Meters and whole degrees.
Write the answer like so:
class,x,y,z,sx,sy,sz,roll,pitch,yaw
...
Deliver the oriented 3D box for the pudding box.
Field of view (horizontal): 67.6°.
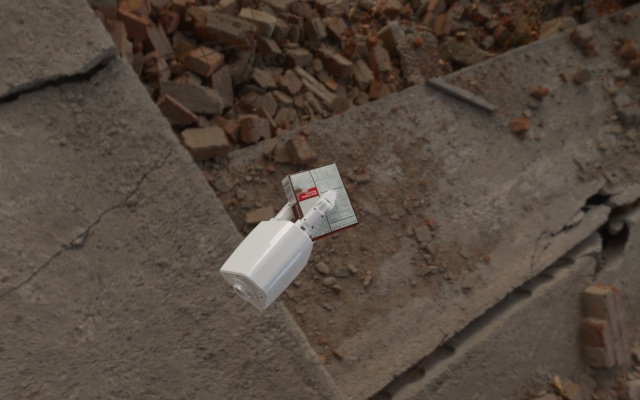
class,x,y,z,sx,sy,sz,roll,pitch,yaw
pudding box,0.000,0.003,0.772,0.090,0.113,0.039,-17,-7,-24
